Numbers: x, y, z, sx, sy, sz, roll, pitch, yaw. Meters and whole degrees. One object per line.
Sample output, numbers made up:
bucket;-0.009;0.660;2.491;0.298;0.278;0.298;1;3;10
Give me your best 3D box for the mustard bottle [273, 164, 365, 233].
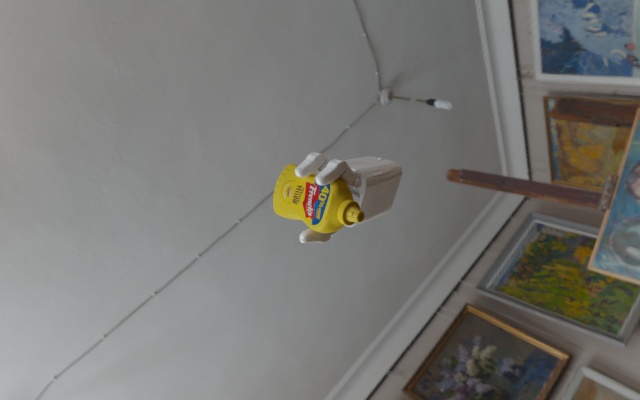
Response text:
mustard bottle;0.000;0.003;0.807;0.058;0.096;0.191;15;4;-45
